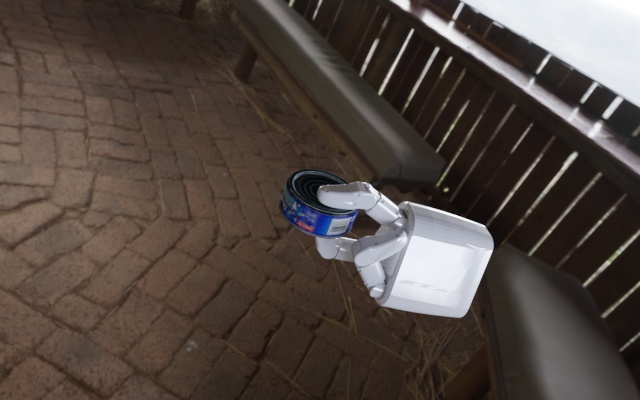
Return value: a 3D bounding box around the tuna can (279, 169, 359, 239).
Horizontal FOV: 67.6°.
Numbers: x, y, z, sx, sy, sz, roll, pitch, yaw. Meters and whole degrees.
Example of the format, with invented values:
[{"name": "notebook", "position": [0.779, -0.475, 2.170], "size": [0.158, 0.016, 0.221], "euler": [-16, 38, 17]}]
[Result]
[{"name": "tuna can", "position": [0.000, 0.001, 0.524], "size": [0.086, 0.034, 0.086], "euler": [15, 33, -10]}]
